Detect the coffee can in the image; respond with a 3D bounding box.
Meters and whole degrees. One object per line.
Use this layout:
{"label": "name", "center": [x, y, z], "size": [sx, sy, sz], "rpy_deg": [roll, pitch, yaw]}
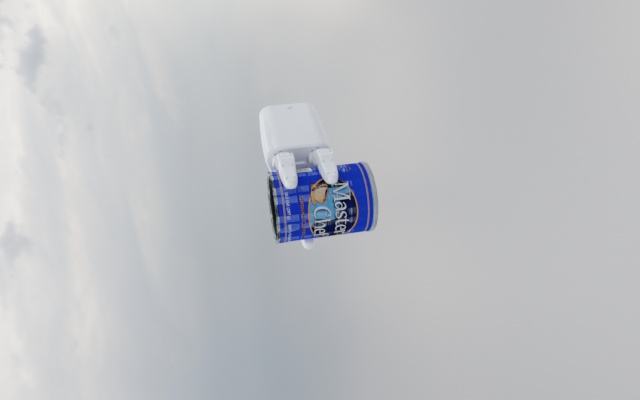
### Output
{"label": "coffee can", "center": [0.000, 0.002, 0.682], "size": [0.140, 0.103, 0.103], "rpy_deg": [-7, 1, -11]}
